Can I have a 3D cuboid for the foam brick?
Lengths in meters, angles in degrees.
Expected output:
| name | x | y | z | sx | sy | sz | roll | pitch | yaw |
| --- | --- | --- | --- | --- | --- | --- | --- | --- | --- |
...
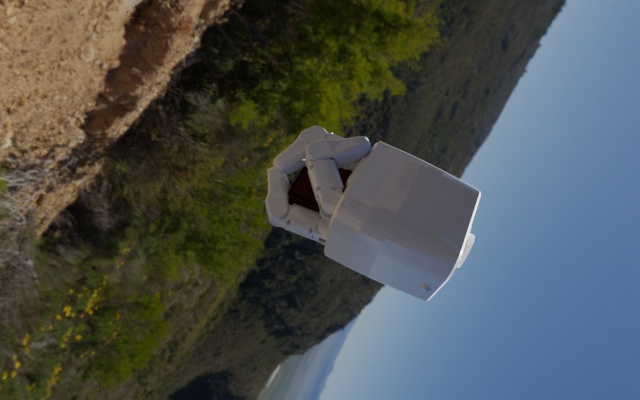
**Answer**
| name | x | y | z | sx | sy | sz | roll | pitch | yaw |
| --- | --- | --- | --- | --- | --- | --- | --- | --- | --- |
| foam brick | 0.000 | 0.002 | 0.488 | 0.051 | 0.053 | 0.078 | 25 | -26 | 9 |
